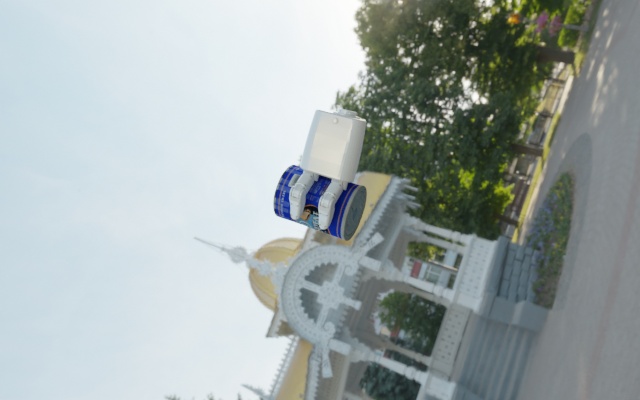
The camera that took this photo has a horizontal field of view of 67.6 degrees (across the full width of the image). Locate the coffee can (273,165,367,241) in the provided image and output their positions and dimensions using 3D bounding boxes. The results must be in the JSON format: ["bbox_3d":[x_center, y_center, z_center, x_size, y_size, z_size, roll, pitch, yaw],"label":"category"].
[{"bbox_3d":[0.000,0.003,0.866,0.140,0.103,0.103,18,6,19],"label":"coffee can"}]
